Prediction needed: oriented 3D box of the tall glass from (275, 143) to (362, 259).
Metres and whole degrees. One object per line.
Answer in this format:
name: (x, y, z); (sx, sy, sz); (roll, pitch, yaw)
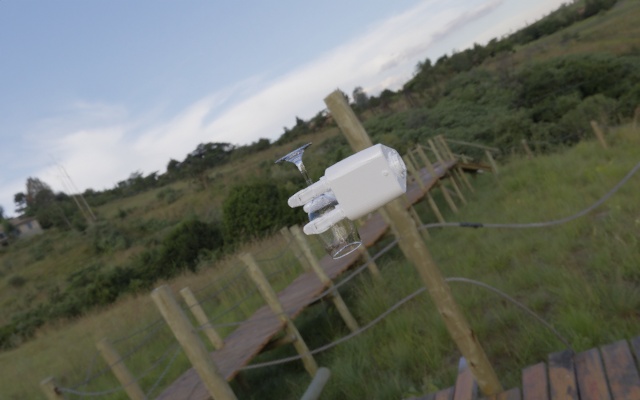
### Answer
tall glass: (0.000, 0.002, 0.850); (0.079, 0.201, 0.079); (-28, 4, 2)
